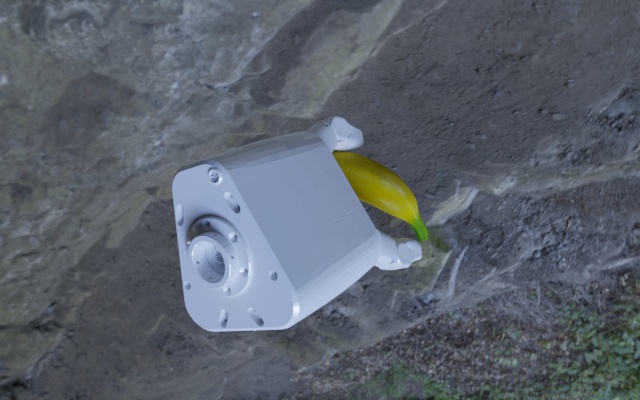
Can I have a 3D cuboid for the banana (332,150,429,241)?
[{"bbox_3d":[0.004,-0.015,0.439,0.198,0.070,0.037,15,23,26],"label":"banana"}]
